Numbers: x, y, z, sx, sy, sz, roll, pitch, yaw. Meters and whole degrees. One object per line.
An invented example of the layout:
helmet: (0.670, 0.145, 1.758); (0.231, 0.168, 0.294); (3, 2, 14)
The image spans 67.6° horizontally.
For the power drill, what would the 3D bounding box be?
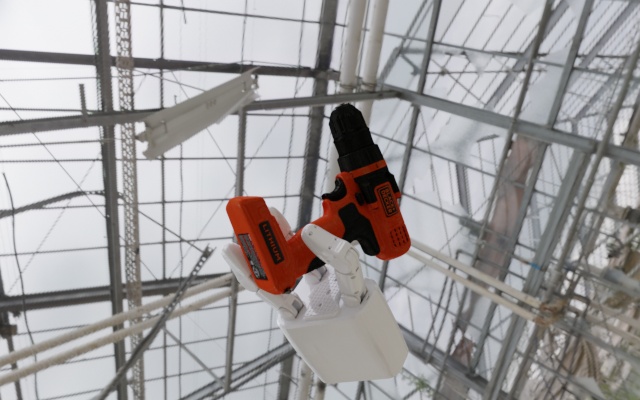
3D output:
power drill: (0.000, 0.002, 0.508); (0.187, 0.184, 0.057); (-23, 3, -27)
